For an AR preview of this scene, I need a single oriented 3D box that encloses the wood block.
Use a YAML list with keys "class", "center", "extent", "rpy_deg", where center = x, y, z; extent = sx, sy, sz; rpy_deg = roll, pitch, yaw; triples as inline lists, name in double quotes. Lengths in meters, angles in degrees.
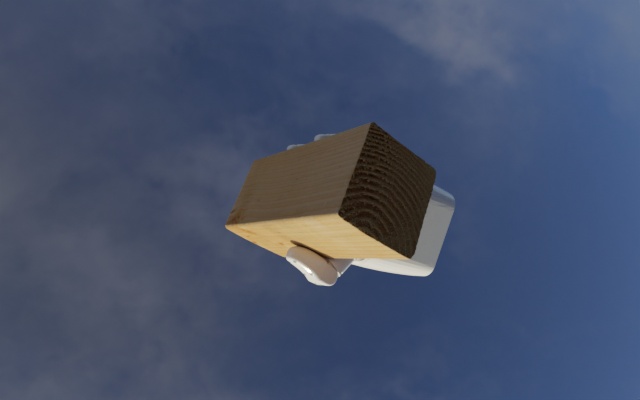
- class: "wood block"
  center: [0.000, 0.002, 0.481]
  extent: [0.090, 0.090, 0.206]
  rpy_deg: [31, -22, -29]
